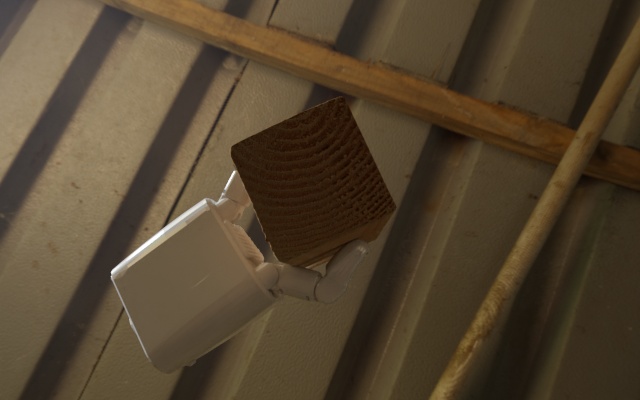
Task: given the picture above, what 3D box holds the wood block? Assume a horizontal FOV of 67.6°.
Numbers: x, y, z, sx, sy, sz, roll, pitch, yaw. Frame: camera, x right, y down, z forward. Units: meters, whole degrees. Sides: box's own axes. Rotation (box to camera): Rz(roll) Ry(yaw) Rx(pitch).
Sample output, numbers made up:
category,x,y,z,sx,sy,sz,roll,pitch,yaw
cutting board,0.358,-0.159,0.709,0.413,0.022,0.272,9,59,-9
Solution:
category,x,y,z,sx,sy,sz,roll,pitch,yaw
wood block,0.000,0.001,0.421,0.090,0.091,0.206,-25,-10,-1
